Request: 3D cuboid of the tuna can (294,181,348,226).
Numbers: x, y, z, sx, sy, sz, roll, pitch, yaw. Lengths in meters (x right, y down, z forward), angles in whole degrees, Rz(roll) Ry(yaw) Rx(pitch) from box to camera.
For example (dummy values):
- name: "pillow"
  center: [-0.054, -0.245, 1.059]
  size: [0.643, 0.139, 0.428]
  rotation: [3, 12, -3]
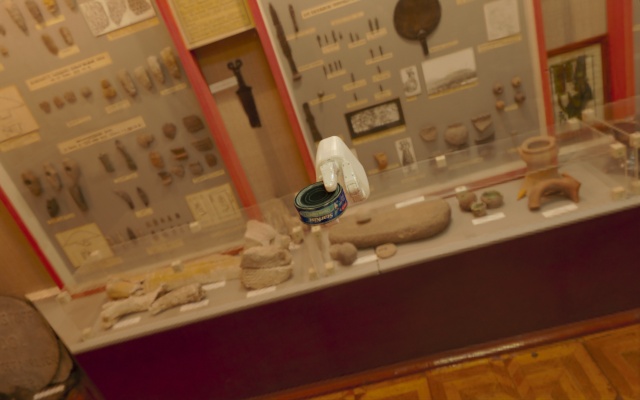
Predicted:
- name: "tuna can"
  center: [0.000, 0.002, 0.790]
  size: [0.086, 0.034, 0.086]
  rotation: [-15, 31, 9]
